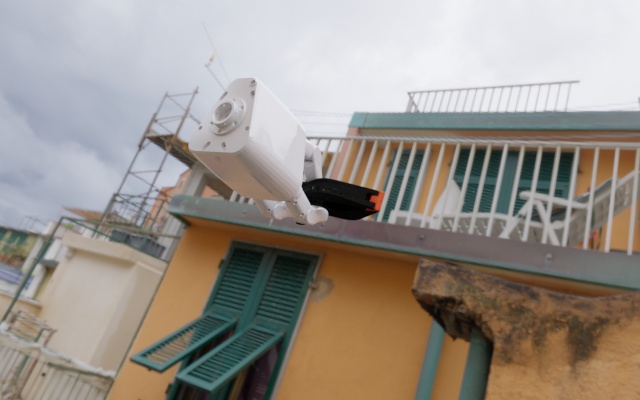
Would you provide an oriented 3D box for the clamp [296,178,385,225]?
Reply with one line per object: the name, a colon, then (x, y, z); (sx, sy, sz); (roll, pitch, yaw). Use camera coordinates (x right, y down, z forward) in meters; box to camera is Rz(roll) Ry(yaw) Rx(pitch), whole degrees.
clamp: (0.001, 0.001, 0.681); (0.210, 0.036, 0.165); (5, -22, 32)
